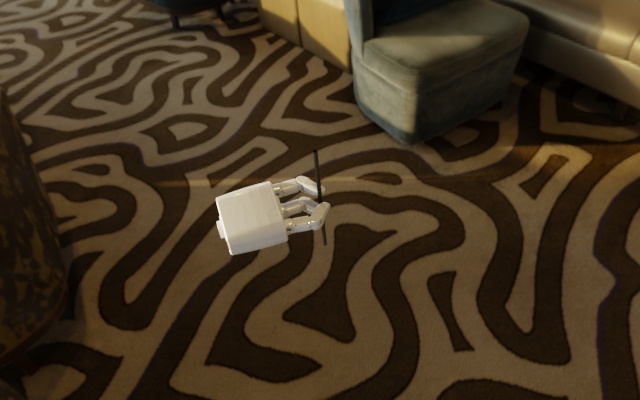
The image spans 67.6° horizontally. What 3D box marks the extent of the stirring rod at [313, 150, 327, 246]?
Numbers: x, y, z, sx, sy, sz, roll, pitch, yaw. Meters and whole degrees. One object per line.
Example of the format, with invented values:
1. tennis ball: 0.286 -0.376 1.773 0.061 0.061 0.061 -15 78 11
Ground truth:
1. stirring rod: 0.000 0.003 0.886 0.011 0.240 0.011 -3 44 3
